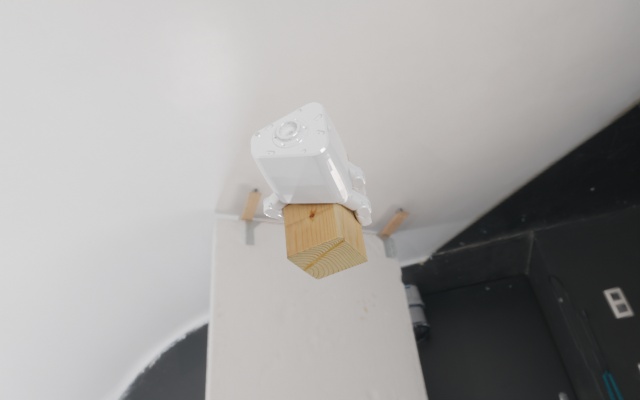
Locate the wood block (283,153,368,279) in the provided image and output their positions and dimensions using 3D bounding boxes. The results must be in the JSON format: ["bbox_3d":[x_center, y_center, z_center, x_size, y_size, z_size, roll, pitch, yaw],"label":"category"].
[{"bbox_3d":[0.000,0.002,0.742,0.091,0.206,0.090,-23,-39,21],"label":"wood block"}]
